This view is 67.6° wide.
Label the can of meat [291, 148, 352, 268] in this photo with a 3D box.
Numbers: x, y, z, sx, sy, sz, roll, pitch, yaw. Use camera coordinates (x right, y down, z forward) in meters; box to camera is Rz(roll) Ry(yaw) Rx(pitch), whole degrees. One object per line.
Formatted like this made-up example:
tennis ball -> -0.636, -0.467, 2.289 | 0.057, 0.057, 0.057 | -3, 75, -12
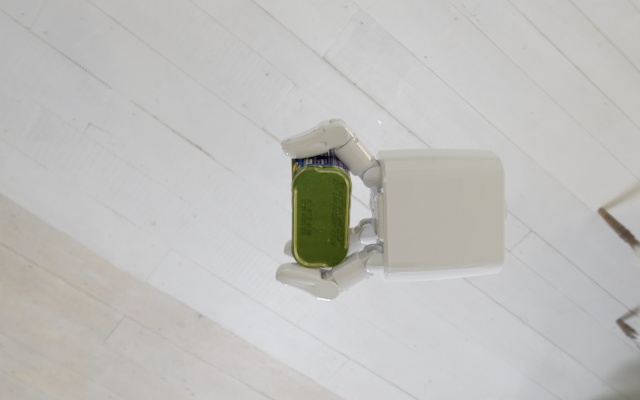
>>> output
can of meat -> 0.000, 0.001, 0.447 | 0.057, 0.102, 0.084 | 0, 22, -1
